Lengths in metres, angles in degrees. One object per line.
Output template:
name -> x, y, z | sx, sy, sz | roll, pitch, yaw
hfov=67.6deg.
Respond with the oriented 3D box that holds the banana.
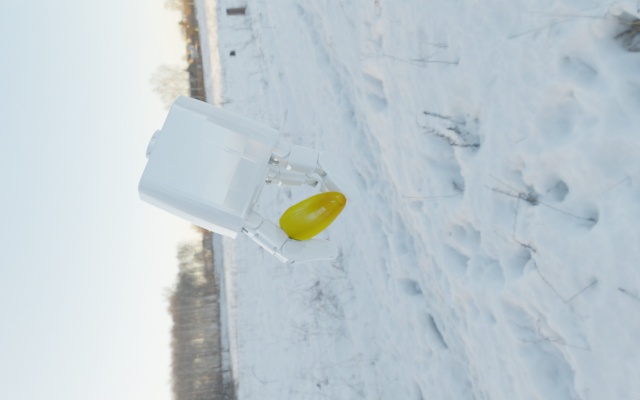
banana -> -0.014, 0.015, 0.502 | 0.069, 0.037, 0.198 | -44, 3, -2
